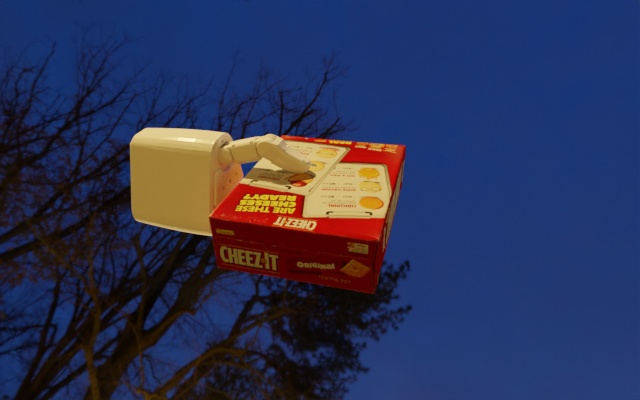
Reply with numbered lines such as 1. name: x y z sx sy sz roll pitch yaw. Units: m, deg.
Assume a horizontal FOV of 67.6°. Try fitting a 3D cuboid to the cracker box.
1. cracker box: 0.000 0.001 0.531 0.164 0.072 0.213 7 31 13
